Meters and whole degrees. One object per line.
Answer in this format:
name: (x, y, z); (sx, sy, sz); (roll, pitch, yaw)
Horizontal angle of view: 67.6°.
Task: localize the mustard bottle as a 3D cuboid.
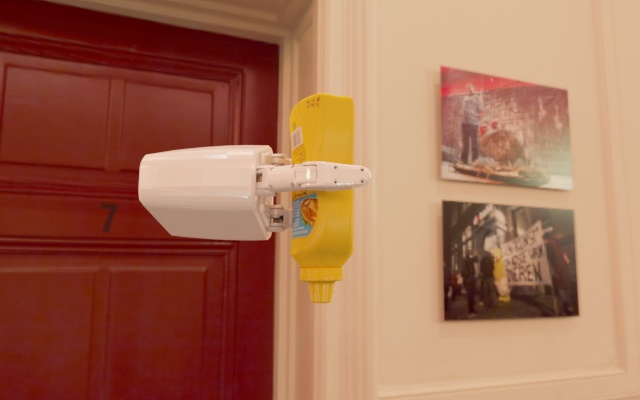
mustard bottle: (0.000, 0.001, 0.463); (0.058, 0.191, 0.096); (3, -8, -21)
